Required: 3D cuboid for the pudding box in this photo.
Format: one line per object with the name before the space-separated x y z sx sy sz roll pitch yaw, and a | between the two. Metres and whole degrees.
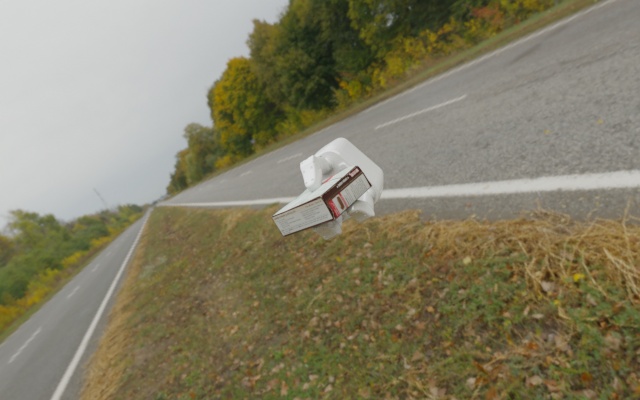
pudding box | 0.000 0.002 0.639 0.113 0.039 0.090 -24 13 48
